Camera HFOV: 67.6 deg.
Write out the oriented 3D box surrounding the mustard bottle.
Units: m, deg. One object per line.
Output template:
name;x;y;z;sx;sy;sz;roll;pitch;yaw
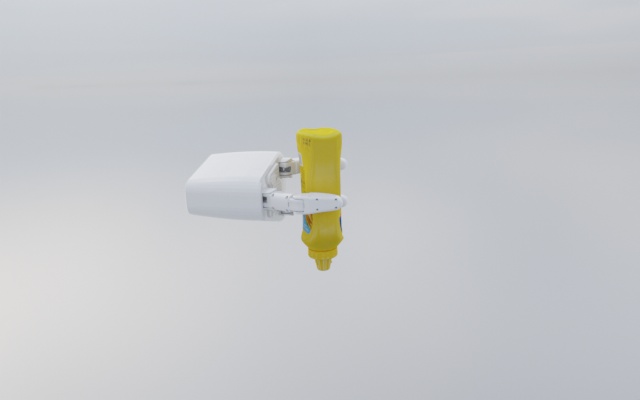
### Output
mustard bottle;0.000;0.002;0.637;0.058;0.192;0.096;-4;15;-10
